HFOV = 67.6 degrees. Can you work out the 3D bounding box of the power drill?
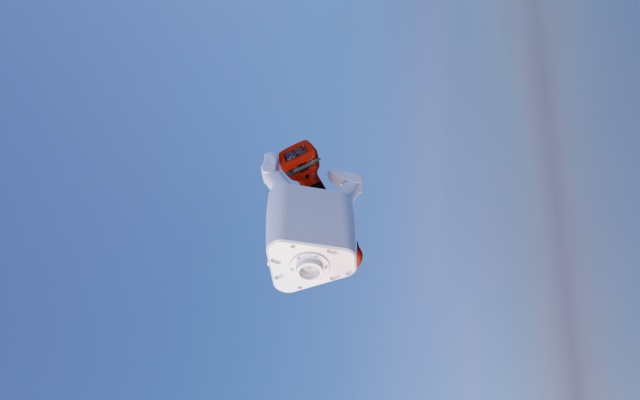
[{"bbox_3d":[0.000,0.002,0.740,0.057,0.188,0.184,-28,18,-2],"label":"power drill"}]
